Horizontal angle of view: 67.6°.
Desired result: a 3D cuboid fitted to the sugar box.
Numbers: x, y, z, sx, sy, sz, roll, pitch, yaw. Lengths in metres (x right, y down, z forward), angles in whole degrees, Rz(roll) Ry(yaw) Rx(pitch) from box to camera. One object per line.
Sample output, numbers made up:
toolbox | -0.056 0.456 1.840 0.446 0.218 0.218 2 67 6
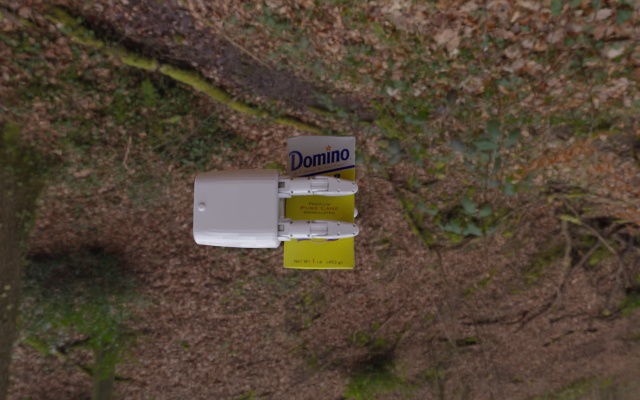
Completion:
sugar box | 0.000 0.002 0.639 0.093 0.176 0.048 0 -6 2
